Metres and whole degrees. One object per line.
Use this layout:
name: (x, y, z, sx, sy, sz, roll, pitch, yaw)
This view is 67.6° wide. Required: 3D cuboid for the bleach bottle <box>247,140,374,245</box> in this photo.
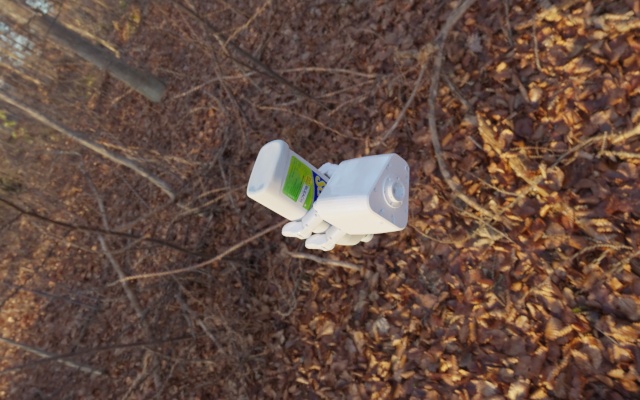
bleach bottle: (0.000, 0.003, 0.805, 0.251, 0.102, 0.068, 30, -24, -35)
